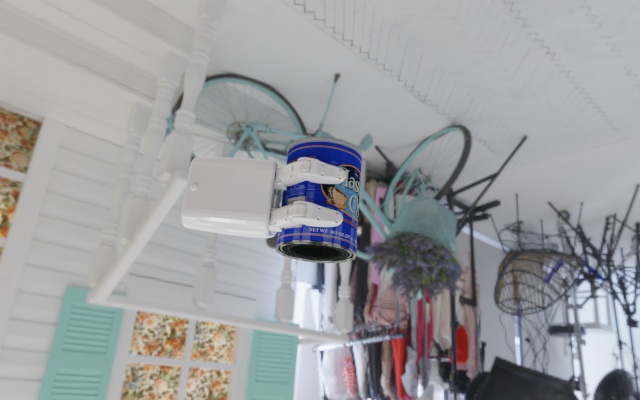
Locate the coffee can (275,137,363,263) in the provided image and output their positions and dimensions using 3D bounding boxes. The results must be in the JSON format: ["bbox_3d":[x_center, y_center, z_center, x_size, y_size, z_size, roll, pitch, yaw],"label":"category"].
[{"bbox_3d":[0.000,0.002,0.624,0.103,0.140,0.103,5,-20,2],"label":"coffee can"}]
